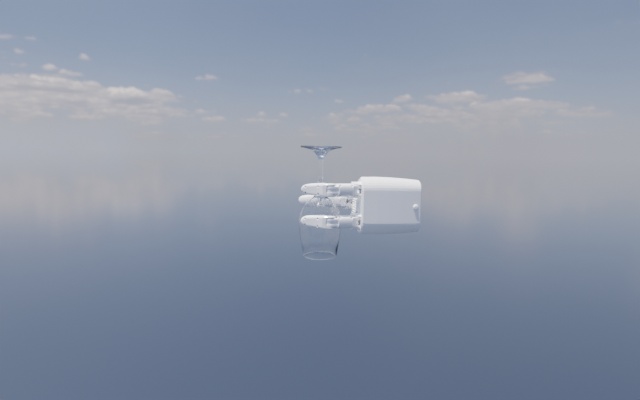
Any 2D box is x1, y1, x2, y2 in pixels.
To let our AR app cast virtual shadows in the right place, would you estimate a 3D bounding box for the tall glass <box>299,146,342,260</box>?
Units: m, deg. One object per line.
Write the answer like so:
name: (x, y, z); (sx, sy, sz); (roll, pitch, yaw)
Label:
tall glass: (0.000, 0.002, 0.858); (0.079, 0.201, 0.079); (1, 6, 0)
